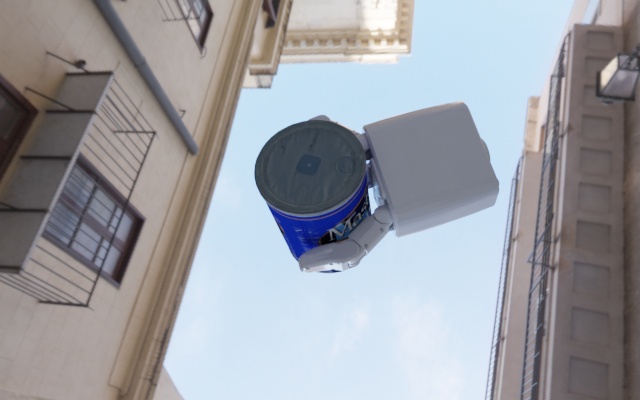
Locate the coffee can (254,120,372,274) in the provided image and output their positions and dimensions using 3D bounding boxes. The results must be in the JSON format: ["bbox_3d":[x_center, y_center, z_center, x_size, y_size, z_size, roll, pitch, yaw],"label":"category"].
[{"bbox_3d":[0.000,0.002,0.490,0.103,0.102,0.140,0,-30,10],"label":"coffee can"}]
